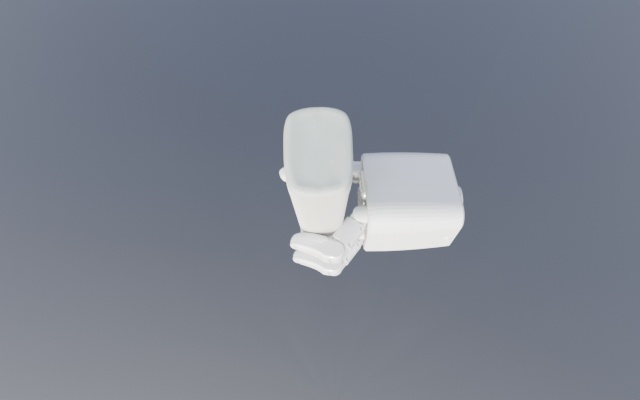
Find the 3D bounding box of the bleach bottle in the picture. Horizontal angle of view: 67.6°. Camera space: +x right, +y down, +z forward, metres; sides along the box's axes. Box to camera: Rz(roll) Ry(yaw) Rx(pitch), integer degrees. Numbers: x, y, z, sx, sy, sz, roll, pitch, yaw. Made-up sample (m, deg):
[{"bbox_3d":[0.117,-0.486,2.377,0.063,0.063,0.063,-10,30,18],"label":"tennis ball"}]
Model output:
[{"bbox_3d":[0.000,0.002,0.568,0.068,0.102,0.251,-1,-23,1],"label":"bleach bottle"}]
